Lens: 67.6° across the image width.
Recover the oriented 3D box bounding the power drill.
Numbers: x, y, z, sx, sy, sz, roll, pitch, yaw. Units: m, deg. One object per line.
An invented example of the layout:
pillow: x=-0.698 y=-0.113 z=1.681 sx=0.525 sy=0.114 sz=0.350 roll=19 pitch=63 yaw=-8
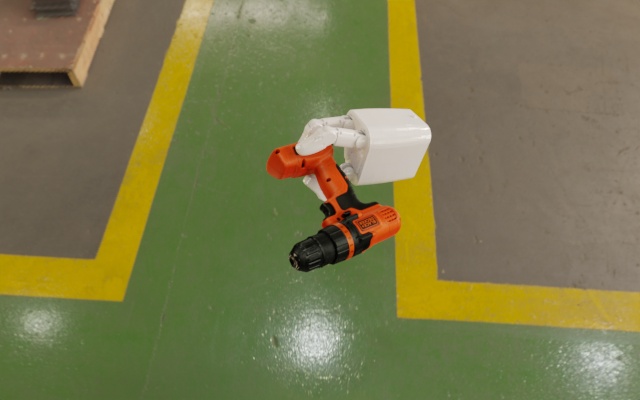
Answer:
power drill: x=0.000 y=0.002 z=0.679 sx=0.184 sy=0.187 sz=0.057 roll=-18 pitch=-27 yaw=-35
